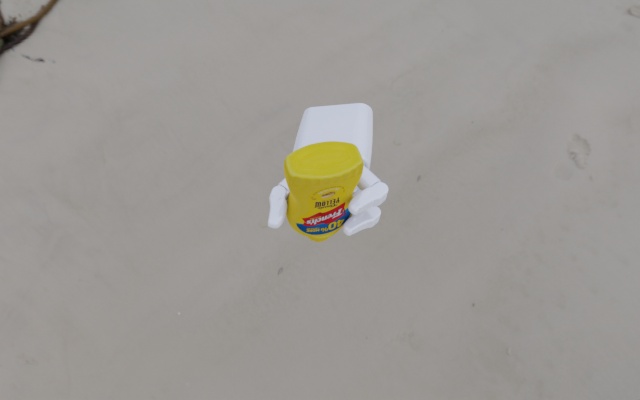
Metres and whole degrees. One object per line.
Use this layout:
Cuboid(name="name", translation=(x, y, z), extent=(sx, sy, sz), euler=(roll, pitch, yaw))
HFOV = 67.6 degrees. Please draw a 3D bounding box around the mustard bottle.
Cuboid(name="mustard bottle", translation=(0.000, 0.002, 0.652), extent=(0.096, 0.058, 0.192), euler=(-13, -32, -12))
